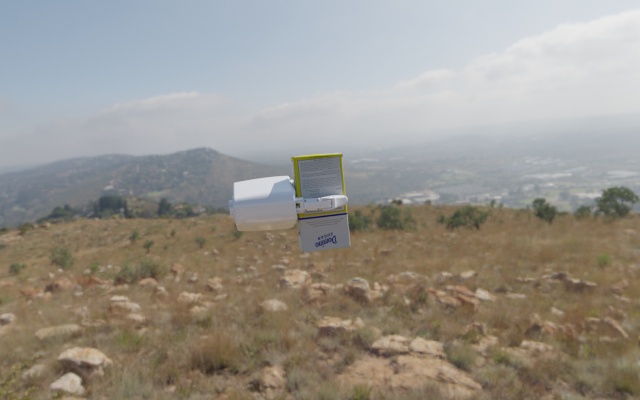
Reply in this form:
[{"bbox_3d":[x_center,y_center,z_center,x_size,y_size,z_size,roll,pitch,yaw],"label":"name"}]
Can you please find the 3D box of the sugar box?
[{"bbox_3d":[0.000,0.003,0.887,0.093,0.176,0.048,-6,8,-10],"label":"sugar box"}]
